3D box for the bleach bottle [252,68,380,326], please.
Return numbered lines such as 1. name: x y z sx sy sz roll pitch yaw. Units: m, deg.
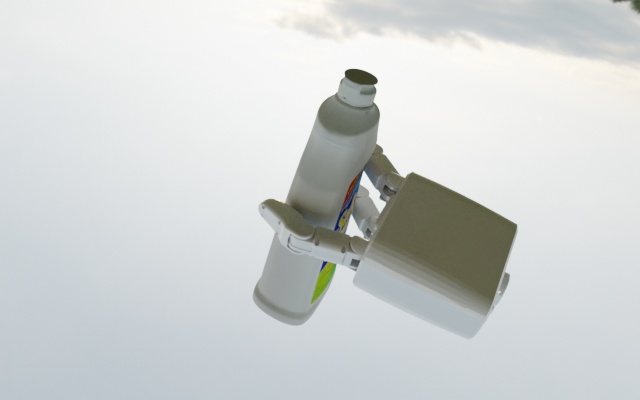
1. bleach bottle: 0.000 0.001 0.445 0.068 0.251 0.102 26 39 12
